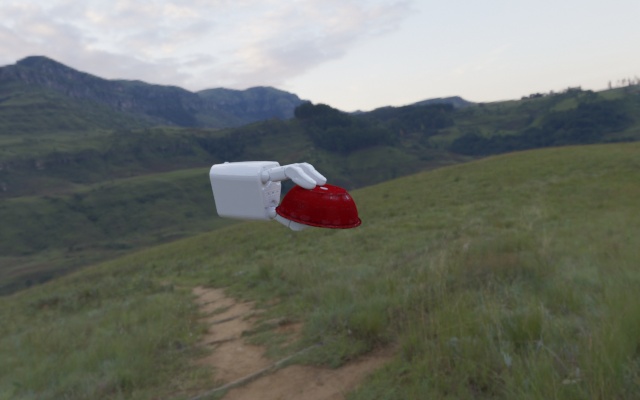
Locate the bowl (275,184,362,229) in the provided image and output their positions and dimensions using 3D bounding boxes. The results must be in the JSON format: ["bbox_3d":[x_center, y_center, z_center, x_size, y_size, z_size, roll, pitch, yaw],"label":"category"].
[{"bbox_3d":[0.002,0.003,0.875,0.162,0.055,0.162,9,12,-2],"label":"bowl"}]
